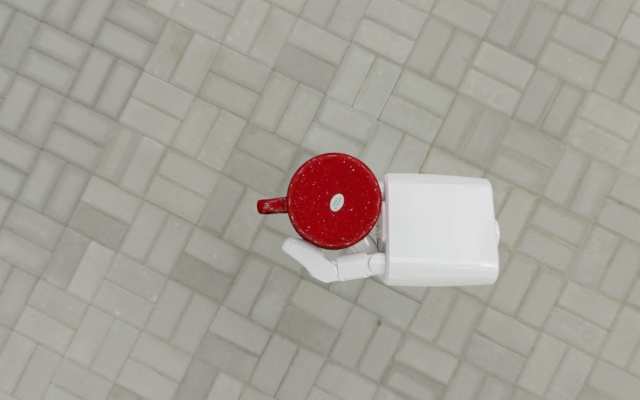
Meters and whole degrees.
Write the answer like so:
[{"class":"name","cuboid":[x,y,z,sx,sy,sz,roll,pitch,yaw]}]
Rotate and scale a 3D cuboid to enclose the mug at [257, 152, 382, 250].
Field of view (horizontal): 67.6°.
[{"class":"mug","cuboid":[-0.001,0.001,0.436,0.117,0.093,0.081,-1,-2,1]}]
